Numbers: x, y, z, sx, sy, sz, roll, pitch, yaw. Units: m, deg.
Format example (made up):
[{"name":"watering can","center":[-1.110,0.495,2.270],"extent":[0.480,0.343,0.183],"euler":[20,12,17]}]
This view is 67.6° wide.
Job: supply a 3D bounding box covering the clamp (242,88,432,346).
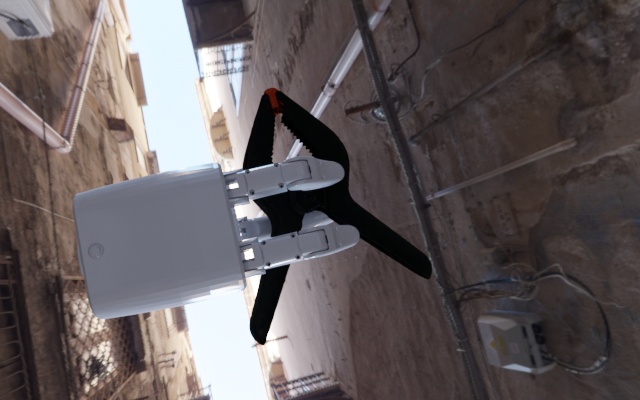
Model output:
[{"name":"clamp","center":[0.000,0.001,0.416],"extent":[0.164,0.210,0.036],"euler":[-12,-7,-11]}]
